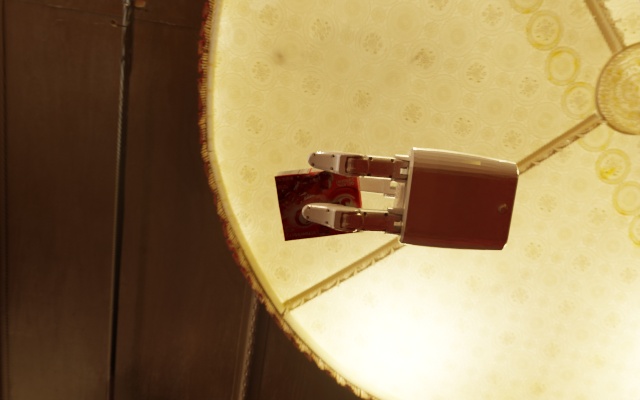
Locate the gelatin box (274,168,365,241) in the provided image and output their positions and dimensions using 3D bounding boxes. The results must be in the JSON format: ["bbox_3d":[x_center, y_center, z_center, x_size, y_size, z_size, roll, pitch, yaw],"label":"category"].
[{"bbox_3d":[0.000,0.002,0.514,0.089,0.073,0.030,-6,13,8],"label":"gelatin box"}]
